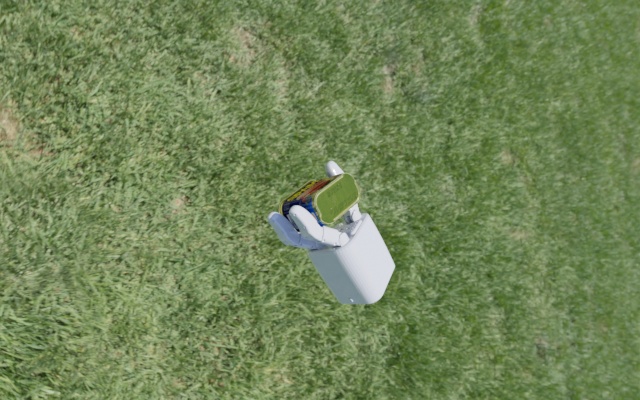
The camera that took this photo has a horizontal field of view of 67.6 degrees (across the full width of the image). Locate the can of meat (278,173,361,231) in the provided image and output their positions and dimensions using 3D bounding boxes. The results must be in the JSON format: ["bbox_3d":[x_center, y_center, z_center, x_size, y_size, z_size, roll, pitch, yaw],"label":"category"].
[{"bbox_3d":[0.000,0.002,0.729,0.084,0.057,0.102,-13,19,48],"label":"can of meat"}]
